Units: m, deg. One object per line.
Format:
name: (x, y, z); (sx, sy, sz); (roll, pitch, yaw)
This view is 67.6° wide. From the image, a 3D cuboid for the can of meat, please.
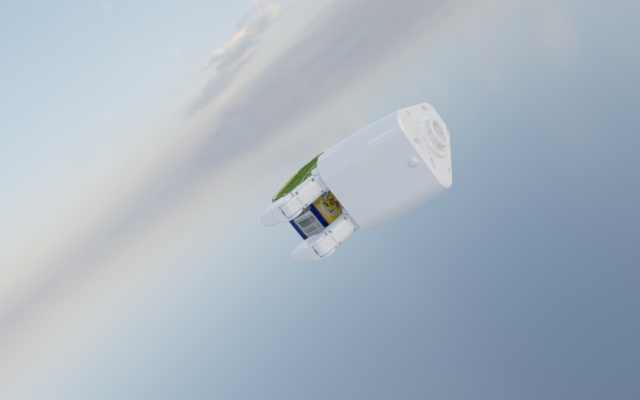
can of meat: (0.000, 0.002, 0.571); (0.057, 0.084, 0.102); (-29, 16, 38)
